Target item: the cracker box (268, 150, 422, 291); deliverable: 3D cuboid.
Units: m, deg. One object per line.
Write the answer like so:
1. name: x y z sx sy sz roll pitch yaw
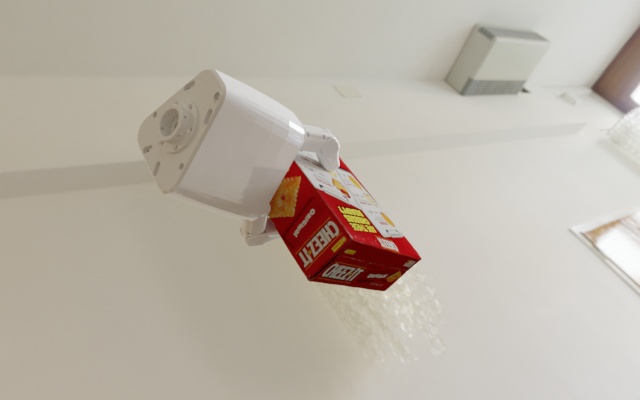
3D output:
1. cracker box: 0.000 0.002 0.560 0.164 0.072 0.213 20 29 -53
